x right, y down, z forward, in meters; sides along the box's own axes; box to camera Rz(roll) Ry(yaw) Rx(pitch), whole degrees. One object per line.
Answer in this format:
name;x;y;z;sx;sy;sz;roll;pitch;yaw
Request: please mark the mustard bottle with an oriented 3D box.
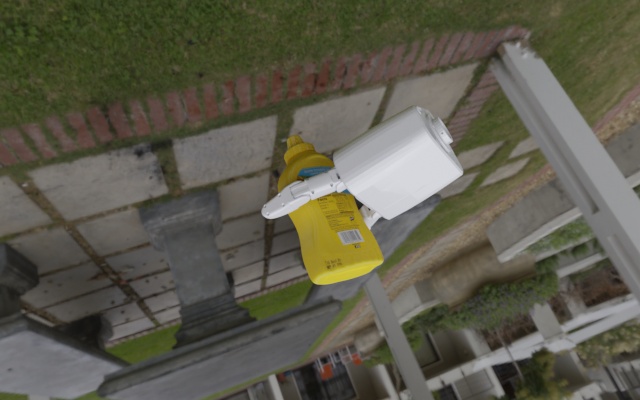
mustard bottle;0.000;0.002;0.580;0.096;0.191;0.058;-6;-26;-38
